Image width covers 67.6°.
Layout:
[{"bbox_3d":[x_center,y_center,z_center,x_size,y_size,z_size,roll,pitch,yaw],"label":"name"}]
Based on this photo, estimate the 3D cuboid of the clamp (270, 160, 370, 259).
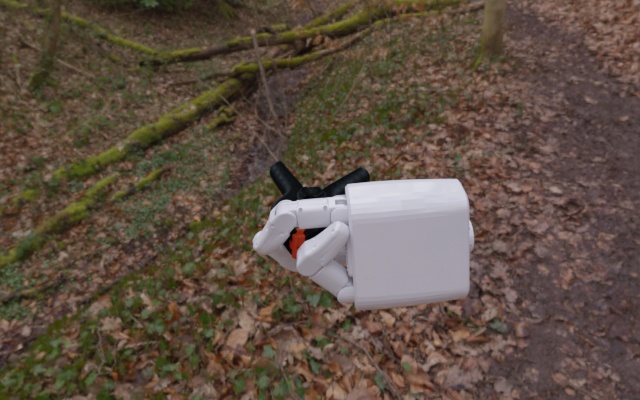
[{"bbox_3d":[0.000,0.001,0.521,0.120,0.039,0.171,-5,33,1],"label":"clamp"}]
